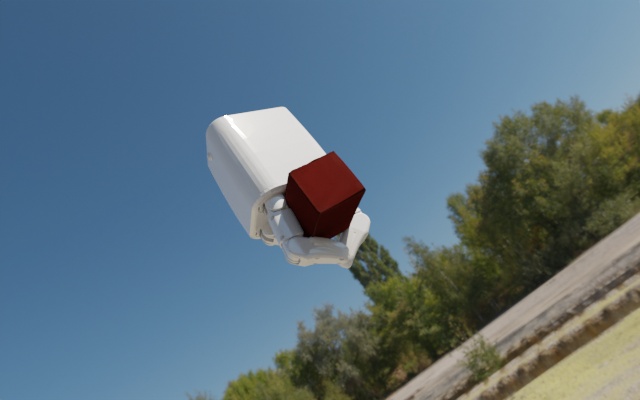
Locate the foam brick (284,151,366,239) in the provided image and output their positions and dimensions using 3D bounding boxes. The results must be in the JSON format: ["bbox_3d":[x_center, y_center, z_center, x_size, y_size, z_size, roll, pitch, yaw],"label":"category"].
[{"bbox_3d":[0.000,0.001,0.454,0.053,0.051,0.078,-27,-22,-24],"label":"foam brick"}]
